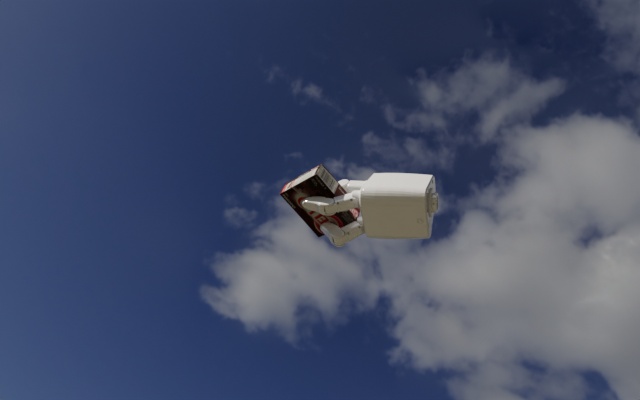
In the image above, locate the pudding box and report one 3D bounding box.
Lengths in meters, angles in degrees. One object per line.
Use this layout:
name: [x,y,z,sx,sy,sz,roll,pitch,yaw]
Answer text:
pudding box: [0.000,0.003,0.822,0.090,0.113,0.039,-27,22,35]
